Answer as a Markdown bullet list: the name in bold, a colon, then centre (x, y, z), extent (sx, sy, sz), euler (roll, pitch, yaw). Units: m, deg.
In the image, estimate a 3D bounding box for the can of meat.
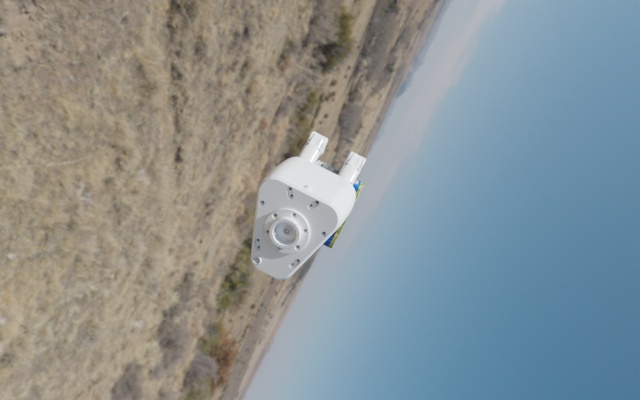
- **can of meat**: centre (0.000, 0.002, 0.637), extent (0.084, 0.102, 0.057), euler (27, 15, 3)
